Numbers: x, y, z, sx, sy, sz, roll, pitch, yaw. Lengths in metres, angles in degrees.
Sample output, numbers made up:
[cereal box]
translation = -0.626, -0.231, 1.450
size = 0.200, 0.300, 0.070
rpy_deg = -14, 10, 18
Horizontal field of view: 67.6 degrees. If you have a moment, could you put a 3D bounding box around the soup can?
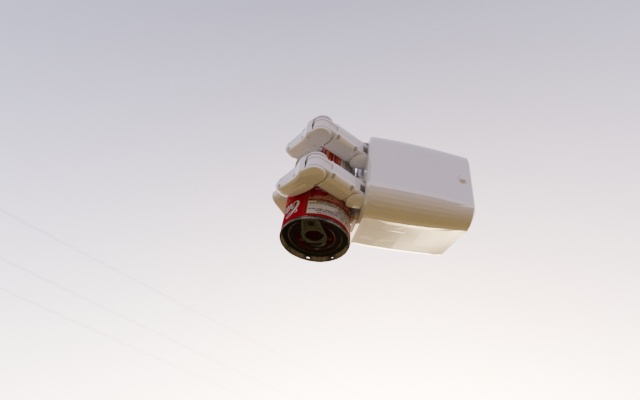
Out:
[soup can]
translation = 0.000, 0.001, 0.486
size = 0.068, 0.102, 0.069
rpy_deg = 5, -42, 4
